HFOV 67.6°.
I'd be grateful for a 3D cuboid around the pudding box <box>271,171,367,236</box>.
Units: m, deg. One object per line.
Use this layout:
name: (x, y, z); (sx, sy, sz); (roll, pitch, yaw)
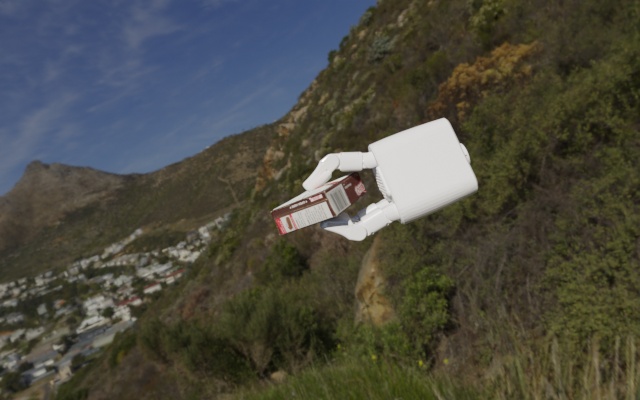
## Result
pudding box: (0.000, 0.002, 0.638); (0.090, 0.039, 0.113); (-21, 4, 30)
